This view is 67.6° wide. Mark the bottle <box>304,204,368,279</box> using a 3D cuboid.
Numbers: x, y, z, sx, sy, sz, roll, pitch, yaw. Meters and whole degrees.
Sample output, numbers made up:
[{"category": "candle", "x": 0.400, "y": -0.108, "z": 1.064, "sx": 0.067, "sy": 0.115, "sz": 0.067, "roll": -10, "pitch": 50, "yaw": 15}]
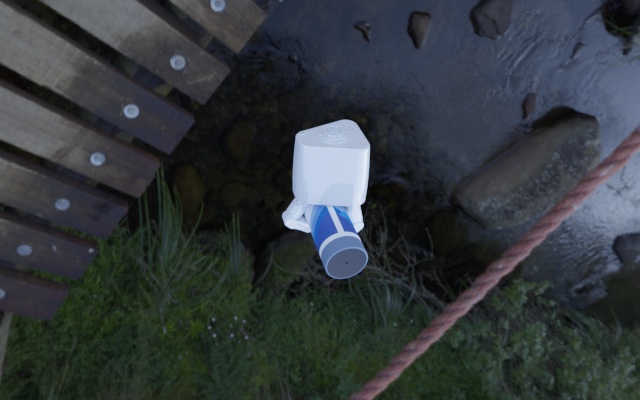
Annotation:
[{"category": "bottle", "x": 0.000, "y": 0.003, "z": 0.814, "sx": 0.069, "sy": 0.069, "sz": 0.295, "roll": 0, "pitch": 38, "yaw": -20}]
